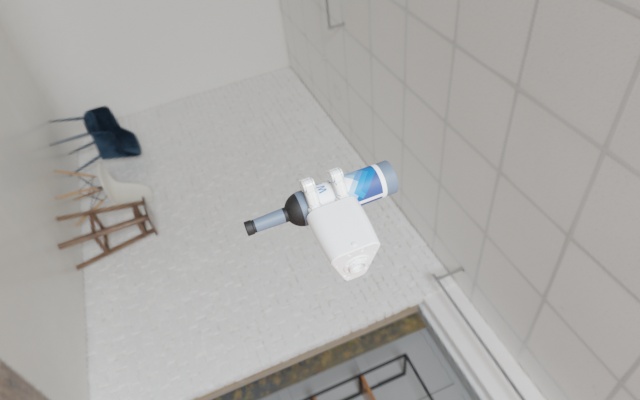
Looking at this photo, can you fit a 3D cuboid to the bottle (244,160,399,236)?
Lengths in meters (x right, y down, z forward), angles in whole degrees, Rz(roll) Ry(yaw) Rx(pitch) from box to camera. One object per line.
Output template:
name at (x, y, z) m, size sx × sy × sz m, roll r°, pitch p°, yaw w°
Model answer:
bottle at (0.000, 0.003, 0.896) m, size 0.295 × 0.069 × 0.069 m, roll -20°, pitch 4°, yaw -11°
